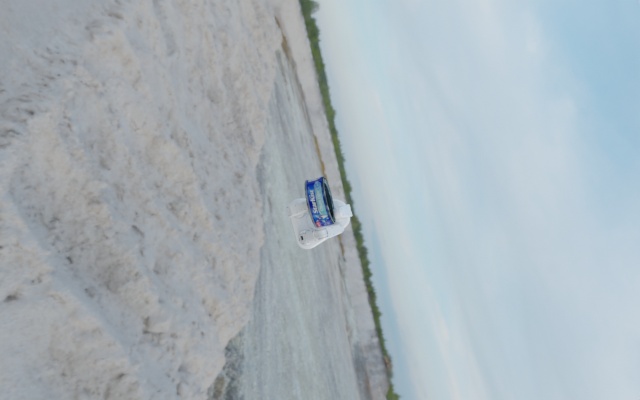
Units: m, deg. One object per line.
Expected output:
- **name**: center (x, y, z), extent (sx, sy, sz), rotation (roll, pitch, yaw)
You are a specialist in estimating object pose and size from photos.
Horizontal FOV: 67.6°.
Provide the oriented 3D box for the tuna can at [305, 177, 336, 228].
- **tuna can**: center (0.001, 0.003, 0.825), extent (0.034, 0.086, 0.086), rotation (-13, -2, 9)
